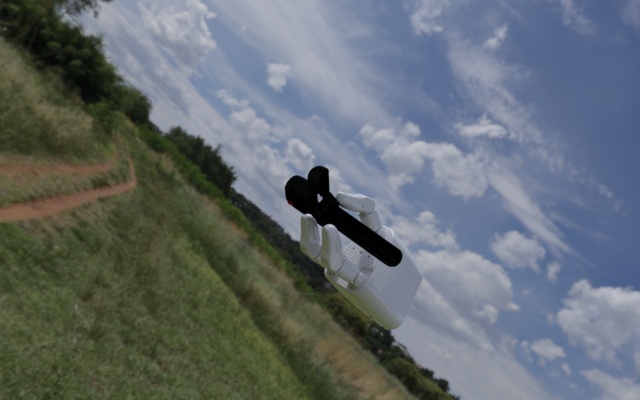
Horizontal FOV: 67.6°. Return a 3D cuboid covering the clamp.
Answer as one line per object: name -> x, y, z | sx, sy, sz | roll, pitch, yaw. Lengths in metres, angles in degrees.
clamp -> 0.000, 0.001, 0.621 | 0.165, 0.036, 0.210 | 50, -14, -32
